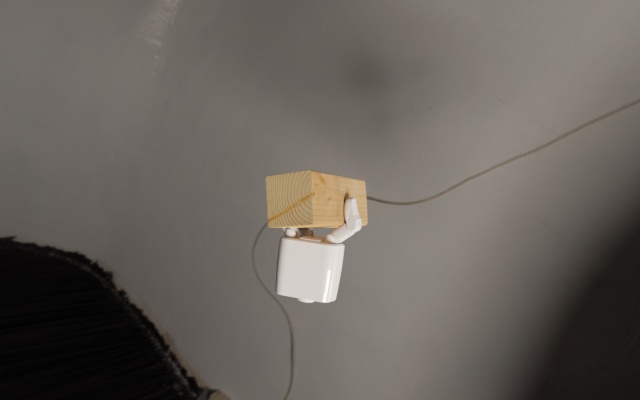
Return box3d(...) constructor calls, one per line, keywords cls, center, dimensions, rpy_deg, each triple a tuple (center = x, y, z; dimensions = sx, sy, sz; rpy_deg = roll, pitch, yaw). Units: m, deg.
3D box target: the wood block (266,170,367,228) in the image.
box3d(cls="wood block", center=(0.000, 0.003, 0.866), dimensions=(0.091, 0.090, 0.206), rpy_deg=(-5, -5, 30))
